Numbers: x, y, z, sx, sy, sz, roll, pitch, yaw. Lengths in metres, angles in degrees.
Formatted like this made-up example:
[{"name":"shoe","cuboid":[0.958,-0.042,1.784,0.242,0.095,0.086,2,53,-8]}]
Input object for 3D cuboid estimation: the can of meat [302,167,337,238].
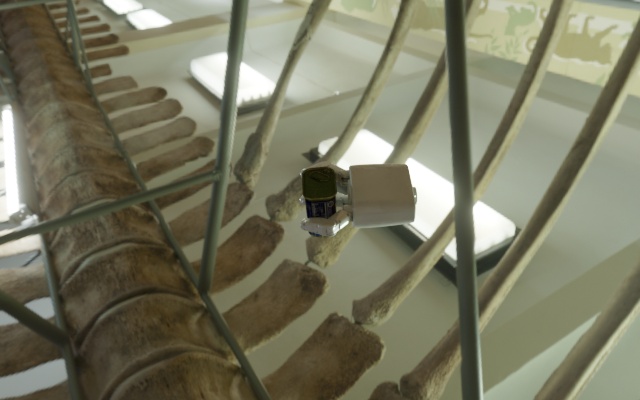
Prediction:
[{"name":"can of meat","cuboid":[0.000,0.003,0.830,0.057,0.084,0.102,-5,34,0]}]
